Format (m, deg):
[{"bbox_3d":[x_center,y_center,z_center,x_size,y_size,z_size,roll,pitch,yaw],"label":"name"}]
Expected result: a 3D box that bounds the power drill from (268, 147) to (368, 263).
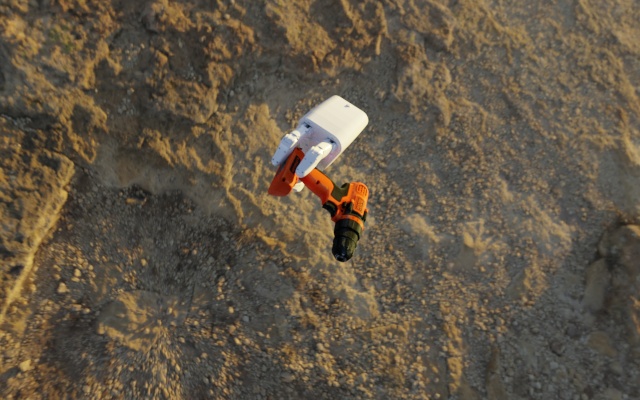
[{"bbox_3d":[0.000,0.002,0.865,0.188,0.184,0.057,35,-48,-17],"label":"power drill"}]
